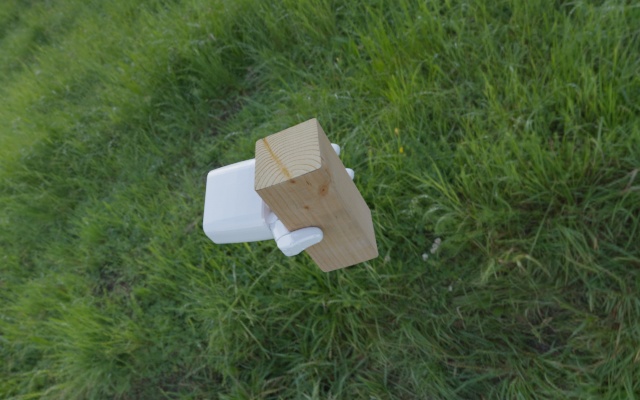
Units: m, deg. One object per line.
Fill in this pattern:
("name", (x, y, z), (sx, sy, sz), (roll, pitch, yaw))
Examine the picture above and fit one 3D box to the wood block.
("wood block", (0.000, 0.002, 0.653), (0.090, 0.090, 0.206), (-19, -42, 16))
